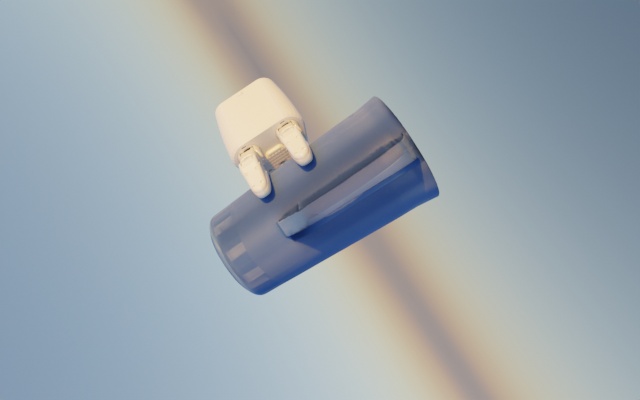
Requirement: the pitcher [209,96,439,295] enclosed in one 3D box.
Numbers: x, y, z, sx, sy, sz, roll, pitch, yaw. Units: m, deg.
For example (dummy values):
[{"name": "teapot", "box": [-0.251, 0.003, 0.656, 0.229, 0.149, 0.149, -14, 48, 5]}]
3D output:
[{"name": "pitcher", "box": [0.000, 0.002, 0.534, 0.243, 0.145, 0.149, -33, -41, 3]}]
